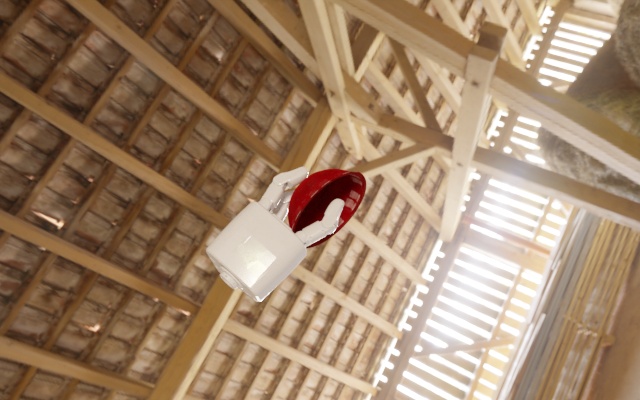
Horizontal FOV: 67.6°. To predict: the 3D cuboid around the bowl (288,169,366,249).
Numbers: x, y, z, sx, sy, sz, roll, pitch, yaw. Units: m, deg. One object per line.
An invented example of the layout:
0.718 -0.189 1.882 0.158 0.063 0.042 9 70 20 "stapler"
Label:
0.001 0.002 0.796 0.055 0.162 0.162 44 25 28 "bowl"
